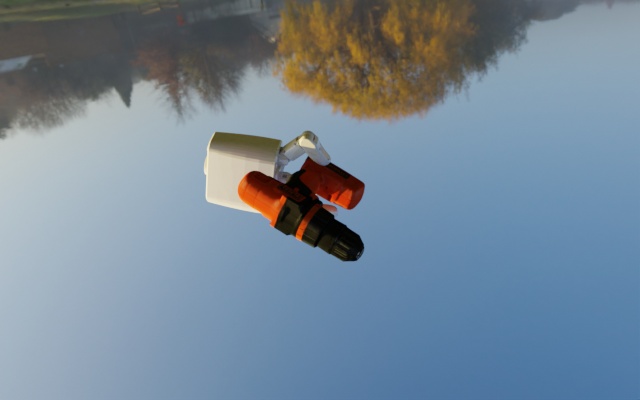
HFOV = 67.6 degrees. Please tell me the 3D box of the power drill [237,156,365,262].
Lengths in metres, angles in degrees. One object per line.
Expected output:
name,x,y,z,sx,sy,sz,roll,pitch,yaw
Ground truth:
power drill,0.000,0.002,0.674,0.184,0.057,0.187,33,24,11
